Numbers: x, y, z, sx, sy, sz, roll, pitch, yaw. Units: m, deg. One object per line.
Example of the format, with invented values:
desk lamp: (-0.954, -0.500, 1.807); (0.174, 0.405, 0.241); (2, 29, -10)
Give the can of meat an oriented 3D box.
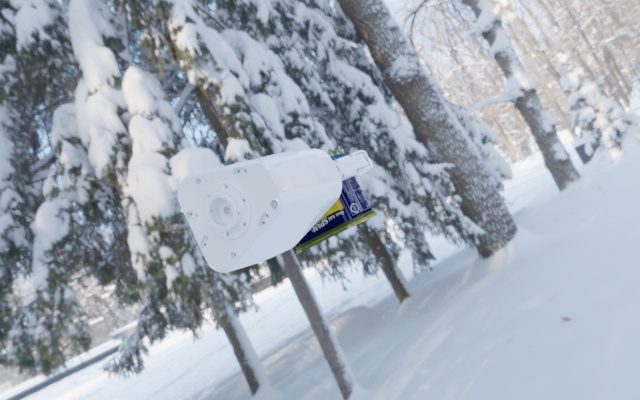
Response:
can of meat: (0.000, 0.001, 0.545); (0.102, 0.084, 0.057); (-29, -5, 32)
